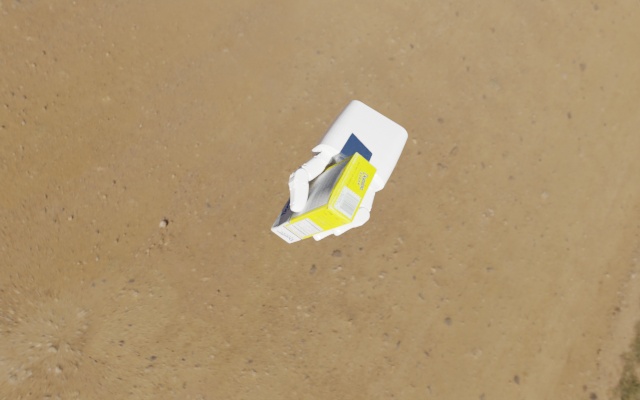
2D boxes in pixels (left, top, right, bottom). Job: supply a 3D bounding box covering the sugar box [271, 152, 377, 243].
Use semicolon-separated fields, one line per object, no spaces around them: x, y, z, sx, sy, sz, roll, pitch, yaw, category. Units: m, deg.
0.001;0.002;0.684;0.048;0.093;0.176;37;-27;-15;sugar box
